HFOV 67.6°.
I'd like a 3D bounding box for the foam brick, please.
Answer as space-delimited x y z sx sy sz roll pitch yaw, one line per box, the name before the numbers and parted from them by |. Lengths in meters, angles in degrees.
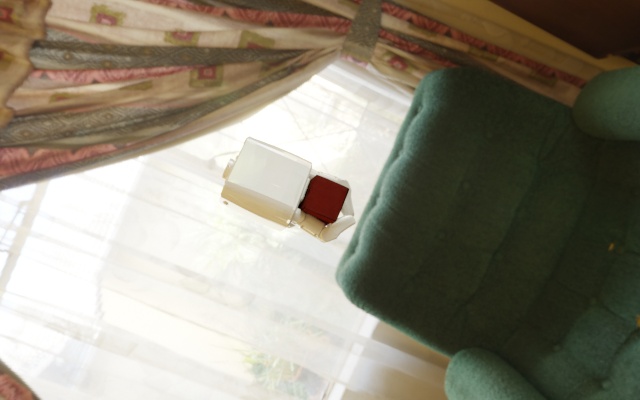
foam brick | 0.000 0.002 0.693 0.051 0.053 0.078 24 -14 -9
